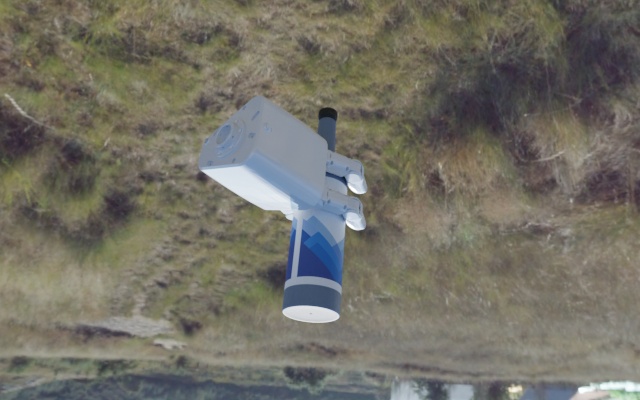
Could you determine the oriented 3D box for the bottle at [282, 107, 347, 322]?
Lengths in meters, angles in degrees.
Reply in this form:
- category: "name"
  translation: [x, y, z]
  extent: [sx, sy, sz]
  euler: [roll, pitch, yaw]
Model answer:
- category: "bottle"
  translation: [0.000, 0.002, 0.615]
  extent: [0.069, 0.295, 0.069]
  euler: [4, -29, 2]
